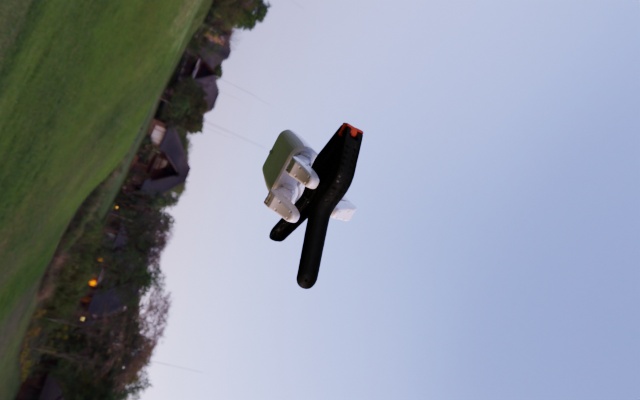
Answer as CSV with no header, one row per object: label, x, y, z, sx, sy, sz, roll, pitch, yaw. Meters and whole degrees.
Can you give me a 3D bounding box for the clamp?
clamp,0.001,0.002,0.624,0.036,0.210,0.164,22,16,-26
